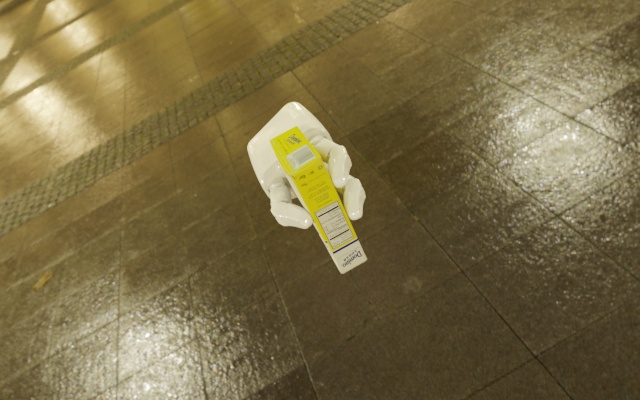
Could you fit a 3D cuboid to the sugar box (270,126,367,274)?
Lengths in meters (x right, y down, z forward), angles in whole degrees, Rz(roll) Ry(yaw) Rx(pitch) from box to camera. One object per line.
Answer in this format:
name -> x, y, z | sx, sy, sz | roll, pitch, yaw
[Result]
sugar box -> 0.000, 0.002, 0.602 | 0.048, 0.176, 0.093 | -30, 38, -1
